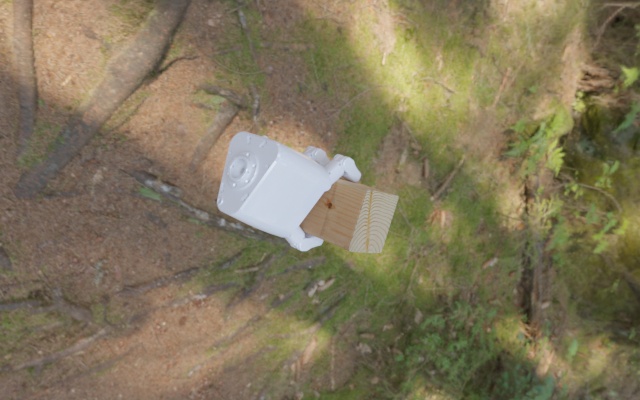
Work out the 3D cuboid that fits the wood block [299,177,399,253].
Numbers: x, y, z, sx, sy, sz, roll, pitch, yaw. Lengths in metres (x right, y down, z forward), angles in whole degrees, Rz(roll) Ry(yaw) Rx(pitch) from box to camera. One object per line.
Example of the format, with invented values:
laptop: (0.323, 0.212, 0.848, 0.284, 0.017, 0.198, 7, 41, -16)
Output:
wood block: (0.000, 0.003, 0.730, 0.206, 0.091, 0.090, 21, 7, 38)
